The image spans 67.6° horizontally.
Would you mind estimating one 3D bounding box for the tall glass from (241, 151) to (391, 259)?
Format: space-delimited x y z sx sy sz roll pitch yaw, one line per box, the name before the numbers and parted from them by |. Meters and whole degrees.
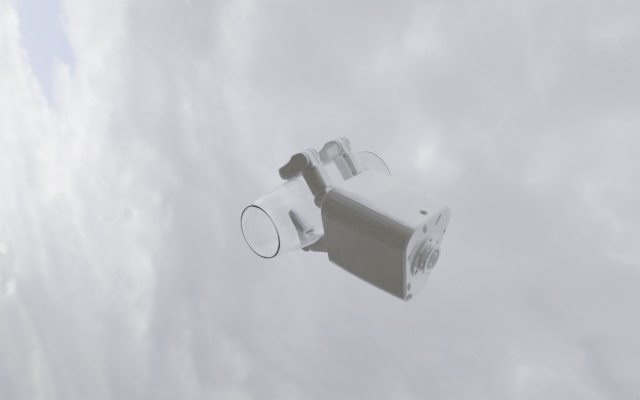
tall glass | 0.000 0.002 0.576 0.079 0.079 0.201 0 19 44
